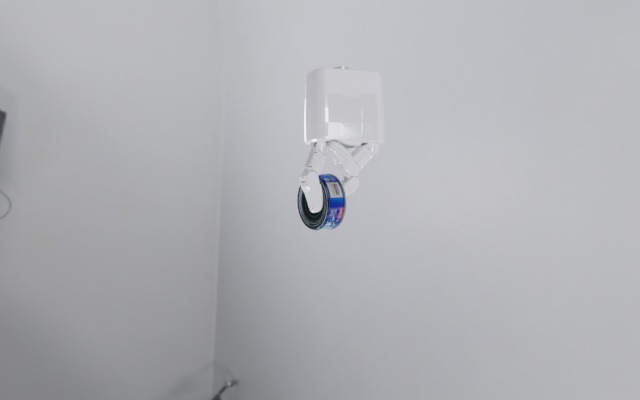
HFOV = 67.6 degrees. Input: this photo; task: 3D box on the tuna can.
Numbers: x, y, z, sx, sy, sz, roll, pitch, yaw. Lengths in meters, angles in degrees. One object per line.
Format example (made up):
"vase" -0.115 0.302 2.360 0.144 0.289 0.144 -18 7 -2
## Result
"tuna can" 0.000 0.002 0.724 0.034 0.086 0.086 -3 2 -35
